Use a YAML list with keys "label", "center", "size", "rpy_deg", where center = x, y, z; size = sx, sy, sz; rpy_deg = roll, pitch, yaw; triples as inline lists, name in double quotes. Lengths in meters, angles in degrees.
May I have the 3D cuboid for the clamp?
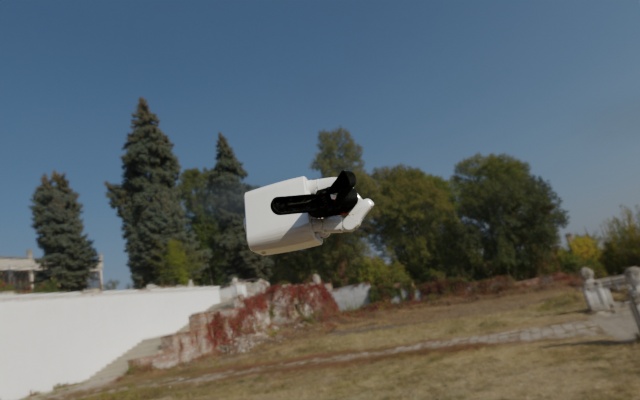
- label: "clamp"
  center: [0.000, 0.002, 0.689]
  size: [0.120, 0.039, 0.171]
  rpy_deg: [-13, -15, 7]
